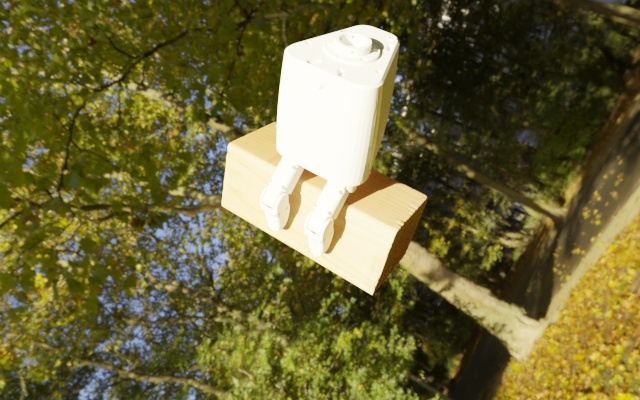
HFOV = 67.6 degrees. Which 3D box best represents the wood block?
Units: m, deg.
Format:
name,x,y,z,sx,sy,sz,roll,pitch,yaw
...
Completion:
name,x,y,z,sx,sy,sz,roll,pitch,yaw
wood block,0.000,0.001,0.537,0.206,0.090,0.090,29,37,20
